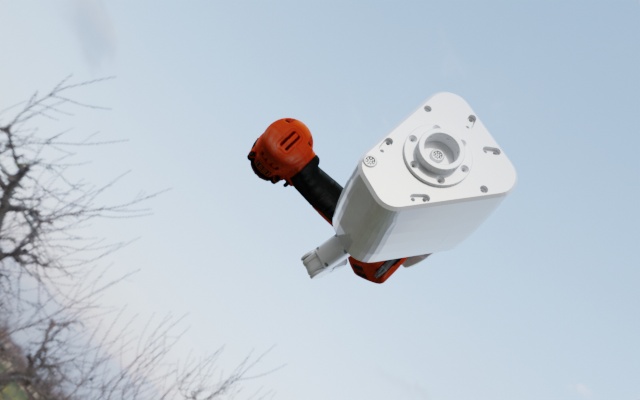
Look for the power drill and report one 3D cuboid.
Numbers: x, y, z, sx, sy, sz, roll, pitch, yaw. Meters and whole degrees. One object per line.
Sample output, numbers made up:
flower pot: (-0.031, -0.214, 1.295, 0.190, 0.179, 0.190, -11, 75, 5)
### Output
power drill: (0.000, 0.002, 0.503, 0.187, 0.057, 0.184, 44, -9, -7)
